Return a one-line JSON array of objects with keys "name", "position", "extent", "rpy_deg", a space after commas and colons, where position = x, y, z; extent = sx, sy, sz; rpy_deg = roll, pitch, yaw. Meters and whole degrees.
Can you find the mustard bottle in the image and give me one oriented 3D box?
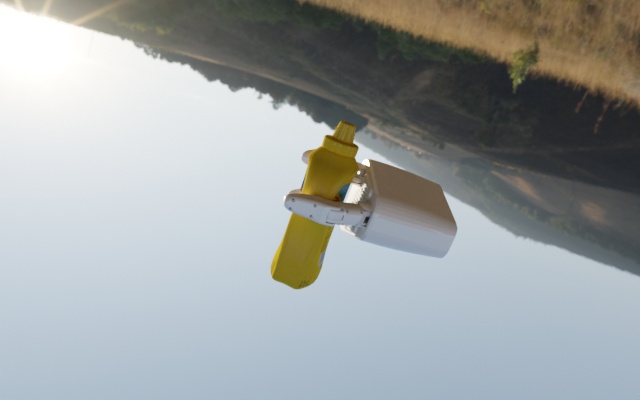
[{"name": "mustard bottle", "position": [0.000, 0.002, 0.551], "extent": [0.058, 0.192, 0.096], "rpy_deg": [23, 17, 10]}]
